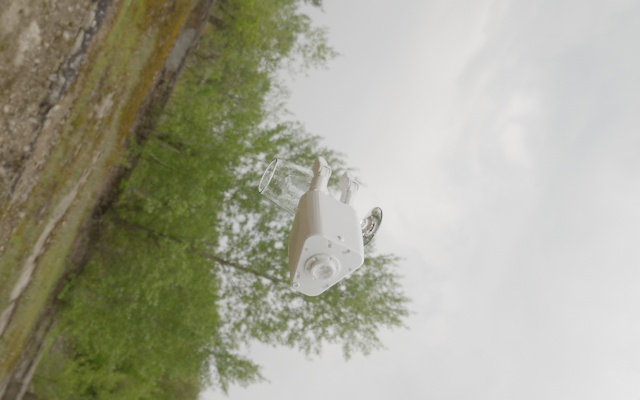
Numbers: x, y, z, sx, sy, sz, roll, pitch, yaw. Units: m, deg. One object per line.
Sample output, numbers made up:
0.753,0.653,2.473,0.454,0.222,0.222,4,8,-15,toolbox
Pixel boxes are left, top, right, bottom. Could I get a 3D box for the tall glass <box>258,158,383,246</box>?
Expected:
0.001,0.003,0.786,0.201,0.079,0.079,27,-9,-18,tall glass
